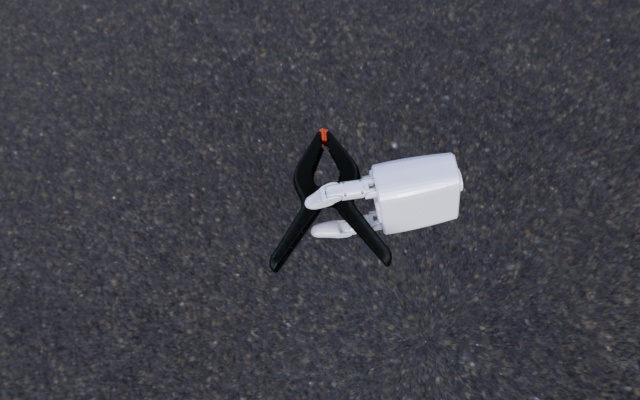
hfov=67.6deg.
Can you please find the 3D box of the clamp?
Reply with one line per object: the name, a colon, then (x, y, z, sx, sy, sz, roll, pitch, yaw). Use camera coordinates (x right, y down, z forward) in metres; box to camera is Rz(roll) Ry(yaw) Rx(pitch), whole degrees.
clamp: (0.000, 0.001, 0.666, 0.164, 0.210, 0.036, -10, -18, 3)
